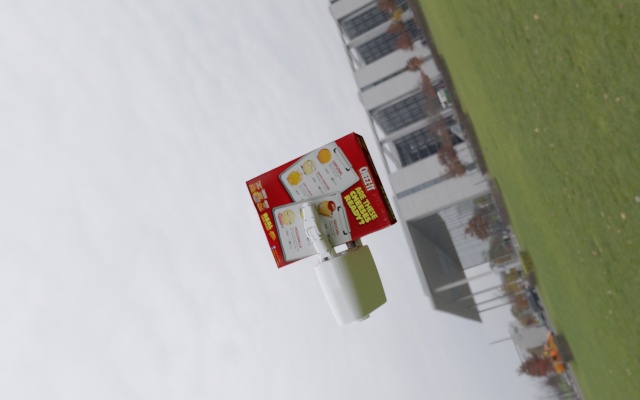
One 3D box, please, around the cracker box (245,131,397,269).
[{"bbox_3d":[0.000,0.003,0.814,0.214,0.164,0.072,-23,-5,18],"label":"cracker box"}]
